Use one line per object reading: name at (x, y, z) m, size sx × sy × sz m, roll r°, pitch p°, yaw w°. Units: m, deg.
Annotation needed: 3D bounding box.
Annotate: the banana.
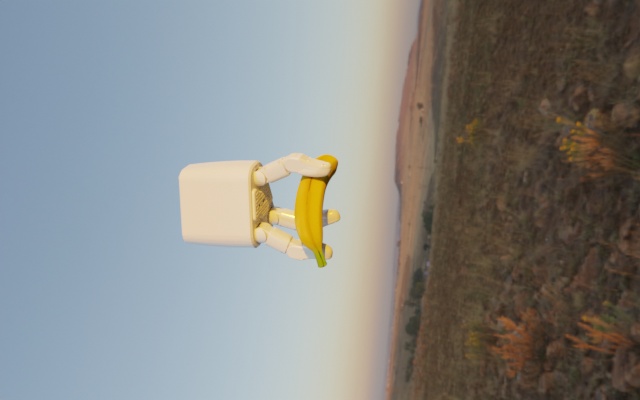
banana at (-0.006, -0.008, 0.643) m, size 0.037 × 0.197 × 0.070 m, roll -6°, pitch -44°, yaw 17°
